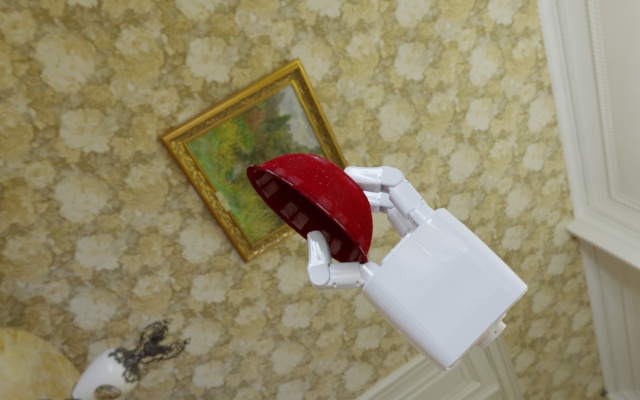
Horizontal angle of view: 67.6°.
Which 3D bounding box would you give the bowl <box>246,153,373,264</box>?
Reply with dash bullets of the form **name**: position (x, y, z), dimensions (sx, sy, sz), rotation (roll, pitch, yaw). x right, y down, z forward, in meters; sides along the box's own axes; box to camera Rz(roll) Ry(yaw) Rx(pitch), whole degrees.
- **bowl**: position (-0.001, 0.000, 0.503), dimensions (0.162, 0.055, 0.162), rotation (36, -16, 12)
